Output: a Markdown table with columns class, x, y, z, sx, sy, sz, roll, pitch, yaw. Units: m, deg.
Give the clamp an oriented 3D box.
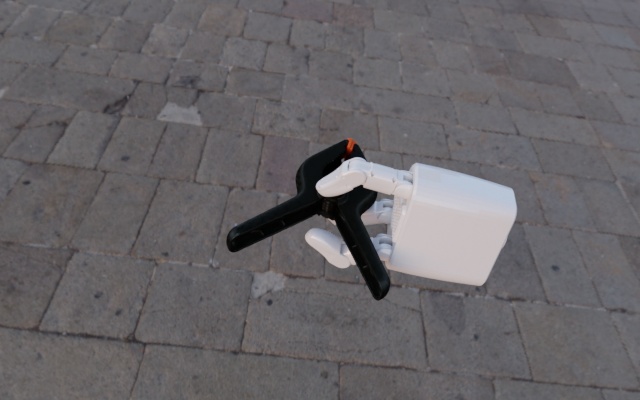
| class | x | y | z | sx | sy | sz | roll | pitch | yaw |
| --- | --- | --- | --- | --- | --- | --- | --- | --- | --- |
| clamp | 0.001 | 0.001 | 0.521 | 0.164 | 0.209 | 0.036 | 14 | -44 | -1 |
